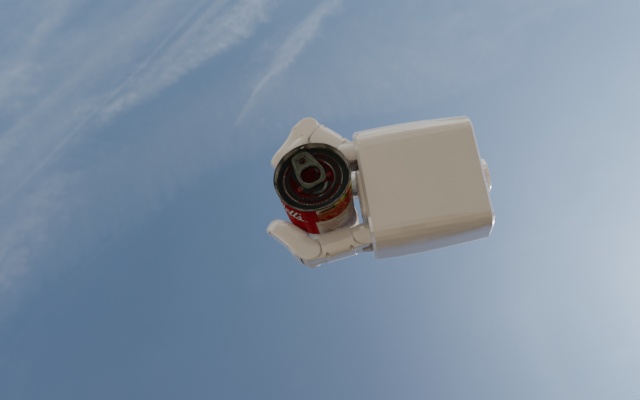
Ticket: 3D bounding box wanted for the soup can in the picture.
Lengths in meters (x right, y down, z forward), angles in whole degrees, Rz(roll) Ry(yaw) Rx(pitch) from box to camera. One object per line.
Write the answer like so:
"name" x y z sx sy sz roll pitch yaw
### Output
"soup can" 0.000 0.002 0.453 0.068 0.068 0.102 0 -27 10
